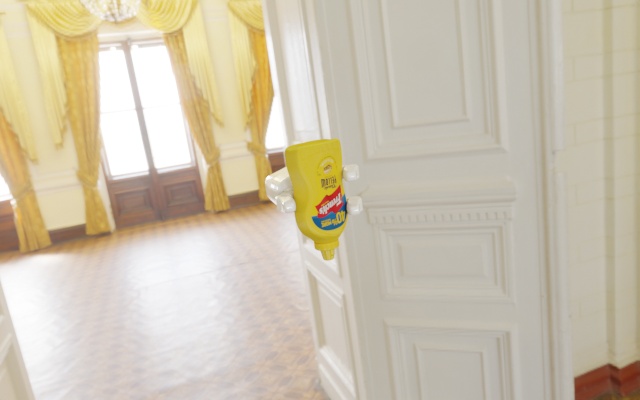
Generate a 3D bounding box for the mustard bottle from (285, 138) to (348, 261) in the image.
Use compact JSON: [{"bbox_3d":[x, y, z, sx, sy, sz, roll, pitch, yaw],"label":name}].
[{"bbox_3d":[0.000,0.002,0.756,0.058,0.192,0.096,5,17,45],"label":"mustard bottle"}]
